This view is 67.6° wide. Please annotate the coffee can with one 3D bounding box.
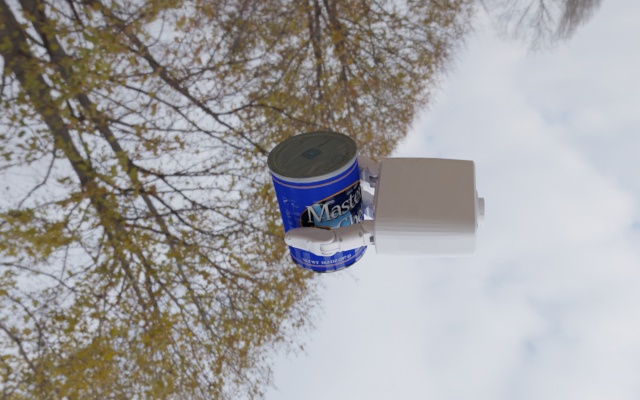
[{"bbox_3d":[0.000,0.002,0.576,0.103,0.140,0.102,-7,36,5],"label":"coffee can"}]
